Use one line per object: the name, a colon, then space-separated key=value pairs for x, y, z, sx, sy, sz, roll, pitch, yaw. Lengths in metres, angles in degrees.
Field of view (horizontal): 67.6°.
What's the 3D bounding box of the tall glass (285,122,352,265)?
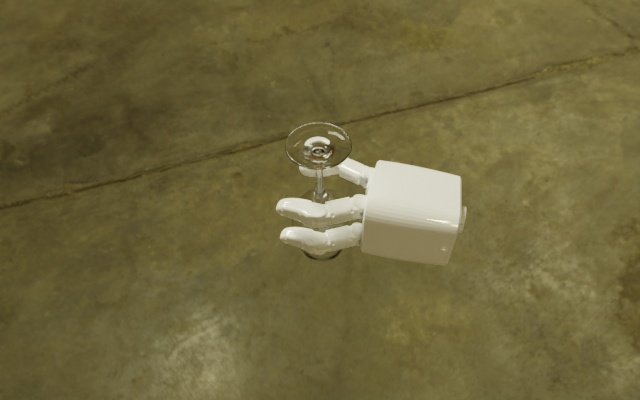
tall glass: x=0.000 y=0.001 z=0.604 sx=0.079 sy=0.079 sz=0.201 roll=0 pitch=-40 yaw=1
